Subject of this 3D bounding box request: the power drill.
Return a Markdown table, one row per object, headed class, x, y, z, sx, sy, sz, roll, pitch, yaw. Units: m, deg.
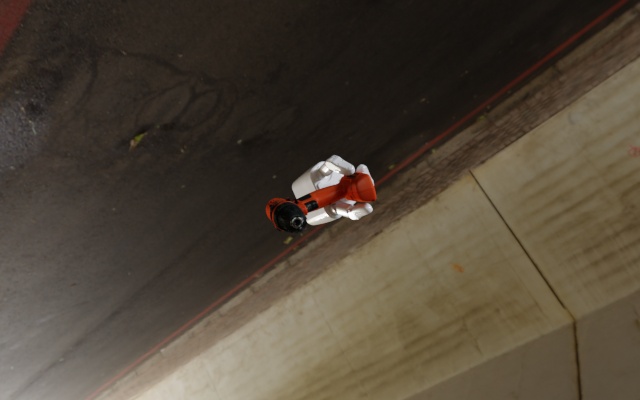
| class | x | y | z | sx | sy | sz | roll | pitch | yaw |
| --- | --- | --- | --- | --- | --- | --- | --- | --- | --- |
| power drill | 0.000 | 0.003 | 0.855 | 0.187 | 0.057 | 0.184 | -18 | 12 | -14 |
